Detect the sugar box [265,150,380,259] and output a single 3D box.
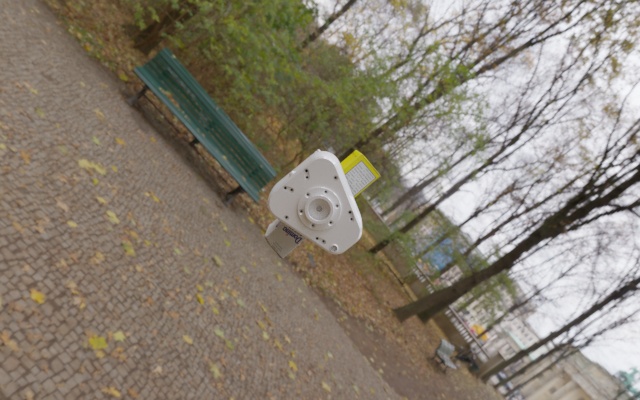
[{"bbox_3d":[0.000,0.002,0.681,0.176,0.048,0.093,-38,8,5],"label":"sugar box"}]
